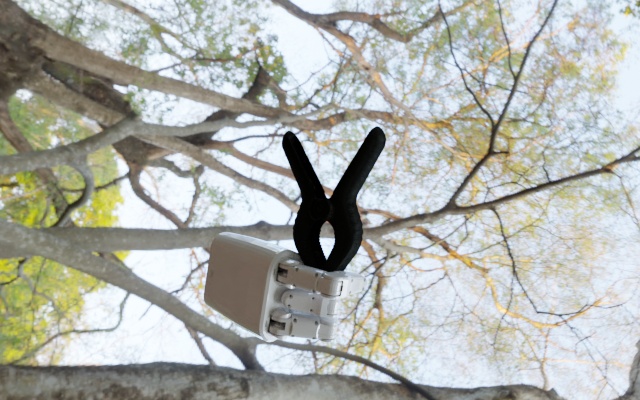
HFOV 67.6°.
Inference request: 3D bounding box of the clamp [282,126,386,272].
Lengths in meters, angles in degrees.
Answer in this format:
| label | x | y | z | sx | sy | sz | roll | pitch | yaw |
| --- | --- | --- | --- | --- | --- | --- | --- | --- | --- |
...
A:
| label | x | y | z | sx | sy | sz | roll | pitch | yaw |
| --- | --- | --- | --- | --- | --- | --- | --- | --- | --- |
| clamp | 0.000 | 0.002 | 0.504 | 0.120 | 0.171 | 0.039 | 13 | 3 | 37 |
